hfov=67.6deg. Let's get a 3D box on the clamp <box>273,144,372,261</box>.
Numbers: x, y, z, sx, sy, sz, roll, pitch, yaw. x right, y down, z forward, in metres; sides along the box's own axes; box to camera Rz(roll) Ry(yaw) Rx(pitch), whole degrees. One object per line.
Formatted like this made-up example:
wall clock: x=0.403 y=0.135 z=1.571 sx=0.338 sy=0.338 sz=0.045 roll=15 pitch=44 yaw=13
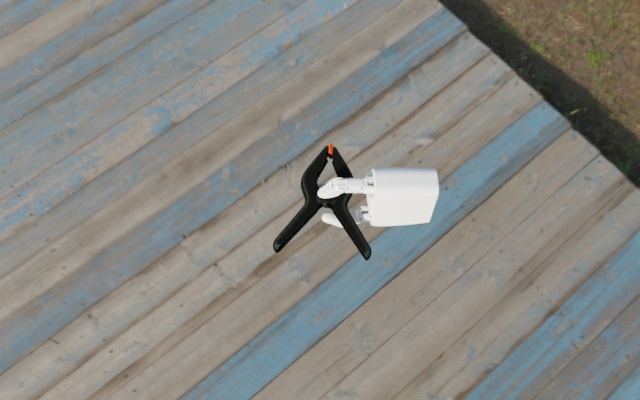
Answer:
clamp: x=0.000 y=0.002 z=0.826 sx=0.164 sy=0.210 sz=0.036 roll=-1 pitch=-19 yaw=-1
